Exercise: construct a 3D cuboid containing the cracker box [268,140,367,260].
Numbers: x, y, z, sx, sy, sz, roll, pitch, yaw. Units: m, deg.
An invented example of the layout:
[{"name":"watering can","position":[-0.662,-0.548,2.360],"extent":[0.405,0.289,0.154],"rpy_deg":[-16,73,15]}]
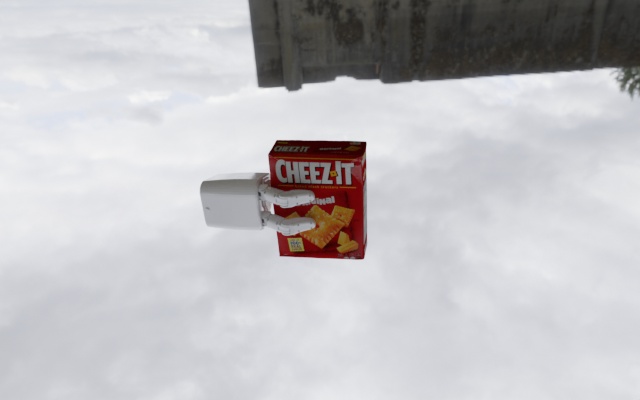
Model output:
[{"name":"cracker box","position":[0.000,0.003,0.859],"extent":[0.164,0.214,0.072],"rpy_deg":[2,30,10]}]
